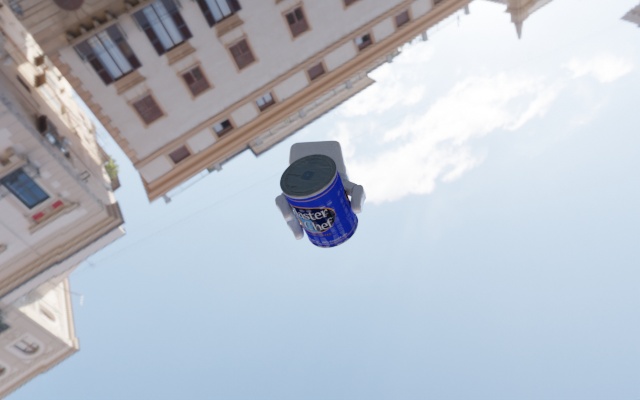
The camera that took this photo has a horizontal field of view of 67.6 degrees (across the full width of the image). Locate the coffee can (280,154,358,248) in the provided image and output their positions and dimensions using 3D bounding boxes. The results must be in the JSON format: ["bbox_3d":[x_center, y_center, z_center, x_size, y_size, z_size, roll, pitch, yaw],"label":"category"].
[{"bbox_3d":[0.000,0.003,0.856,0.103,0.102,0.140,0,-42,26],"label":"coffee can"}]
